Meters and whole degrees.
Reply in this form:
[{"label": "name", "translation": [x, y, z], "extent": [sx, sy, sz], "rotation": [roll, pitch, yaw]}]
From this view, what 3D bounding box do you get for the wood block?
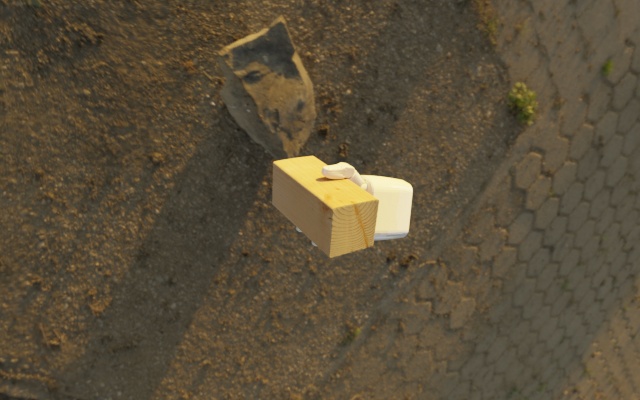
[{"label": "wood block", "translation": [0.001, 0.002, 0.830], "extent": [0.090, 0.091, 0.206], "rotation": [-11, 29, -30]}]
